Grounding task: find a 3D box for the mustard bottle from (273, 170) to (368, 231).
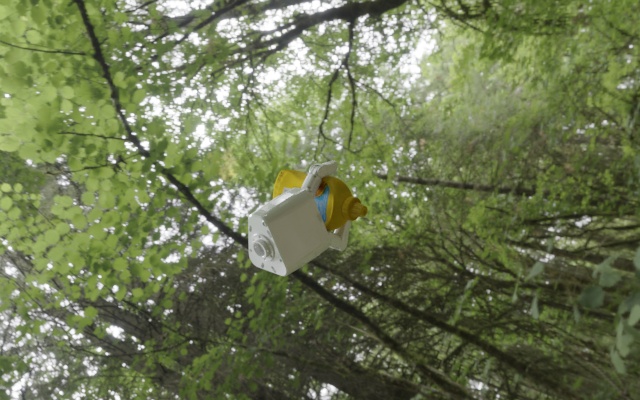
[{"bbox_3d":[0.000,0.003,0.848,0.191,0.096,0.058,12,7,39],"label":"mustard bottle"}]
